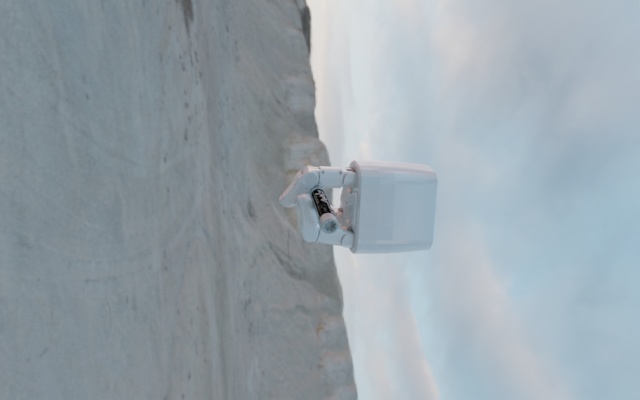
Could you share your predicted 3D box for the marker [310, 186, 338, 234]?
[{"bbox_3d":[0.000,0.002,0.565,0.020,0.020,0.121,0,26,-11],"label":"marker"}]
